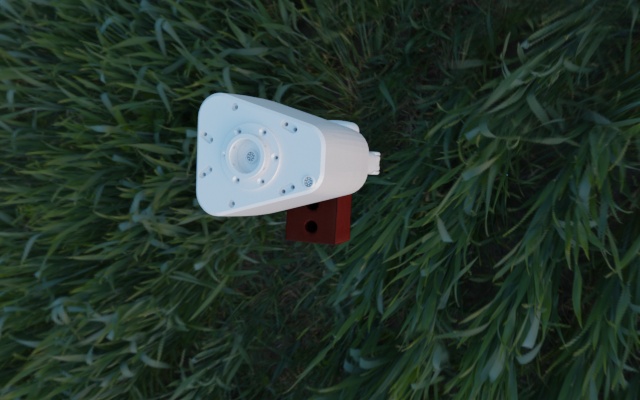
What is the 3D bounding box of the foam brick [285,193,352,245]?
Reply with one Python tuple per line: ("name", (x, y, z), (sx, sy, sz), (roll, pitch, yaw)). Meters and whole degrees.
("foam brick", (0.000, 0.002, 0.470), (0.053, 0.078, 0.051), (4, 5, 19))
